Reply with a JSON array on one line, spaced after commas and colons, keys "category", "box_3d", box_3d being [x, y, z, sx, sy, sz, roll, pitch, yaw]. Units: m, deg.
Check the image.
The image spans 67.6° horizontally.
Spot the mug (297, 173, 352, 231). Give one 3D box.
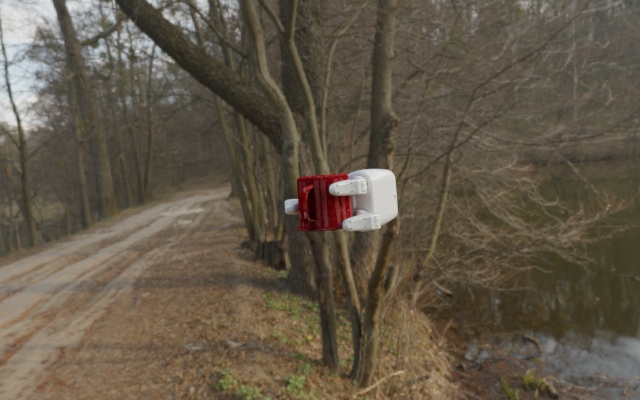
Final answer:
[{"category": "mug", "box_3d": [-0.001, 0.002, 0.731, 0.093, 0.081, 0.117, -3, 5, 32]}]
